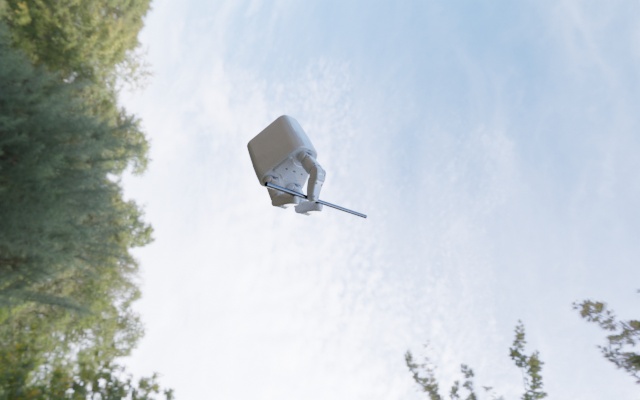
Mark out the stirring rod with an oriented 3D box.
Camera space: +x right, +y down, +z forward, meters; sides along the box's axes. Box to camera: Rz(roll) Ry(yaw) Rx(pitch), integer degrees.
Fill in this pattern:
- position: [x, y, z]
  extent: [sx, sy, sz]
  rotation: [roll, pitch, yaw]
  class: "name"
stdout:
- position: [0.000, 0.003, 0.834]
  extent: [0.239, 0.011, 0.011]
  rotation: [18, -12, -41]
  class: "stirring rod"
